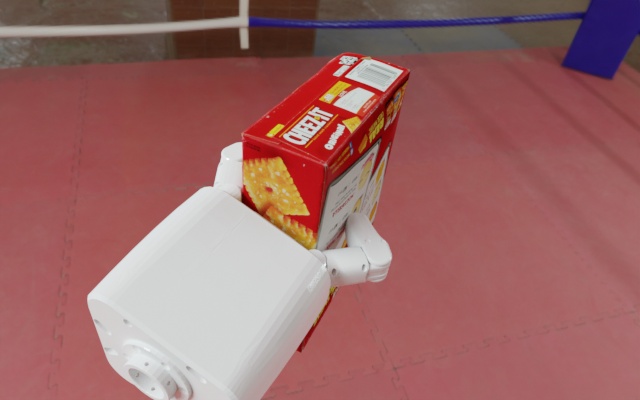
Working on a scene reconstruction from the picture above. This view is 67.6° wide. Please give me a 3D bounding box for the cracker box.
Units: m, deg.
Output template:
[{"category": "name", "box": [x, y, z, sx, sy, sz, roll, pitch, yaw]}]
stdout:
[{"category": "cracker box", "box": [0.000, 0.001, 0.420, 0.072, 0.214, 0.164, 23, 44, 16]}]
